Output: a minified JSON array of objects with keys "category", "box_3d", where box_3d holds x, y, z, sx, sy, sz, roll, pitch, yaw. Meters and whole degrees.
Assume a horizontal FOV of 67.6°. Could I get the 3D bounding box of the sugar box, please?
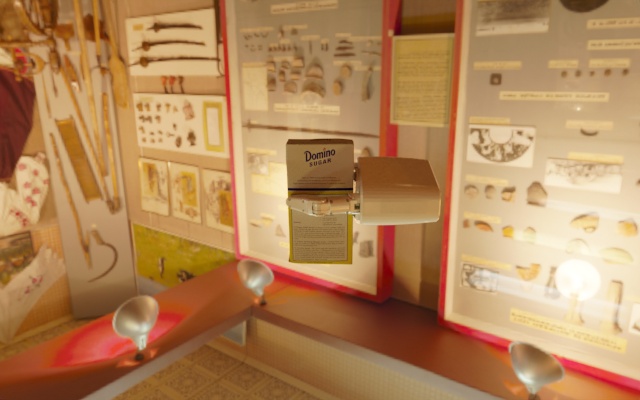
[{"category":"sugar box","box_3d":[0.000,0.002,0.672,0.093,0.176,0.048,1,16,1]}]
